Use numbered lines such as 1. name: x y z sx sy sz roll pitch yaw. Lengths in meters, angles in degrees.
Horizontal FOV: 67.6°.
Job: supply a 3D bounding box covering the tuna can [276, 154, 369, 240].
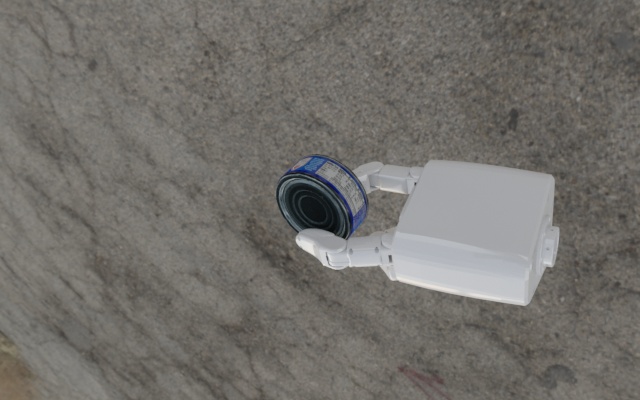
1. tuna can: 0.000 0.002 0.449 0.086 0.086 0.033 0 34 41
